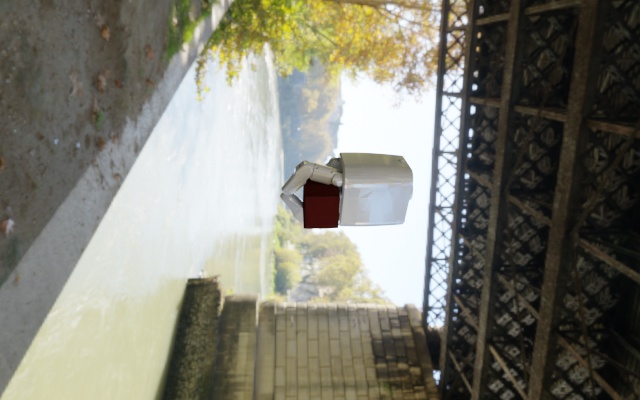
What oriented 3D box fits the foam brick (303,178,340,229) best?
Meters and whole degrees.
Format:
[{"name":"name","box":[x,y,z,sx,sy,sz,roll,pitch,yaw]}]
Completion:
[{"name":"foam brick","box":[0.000,0.003,0.709,0.051,0.053,0.078,1,24,-4]}]
